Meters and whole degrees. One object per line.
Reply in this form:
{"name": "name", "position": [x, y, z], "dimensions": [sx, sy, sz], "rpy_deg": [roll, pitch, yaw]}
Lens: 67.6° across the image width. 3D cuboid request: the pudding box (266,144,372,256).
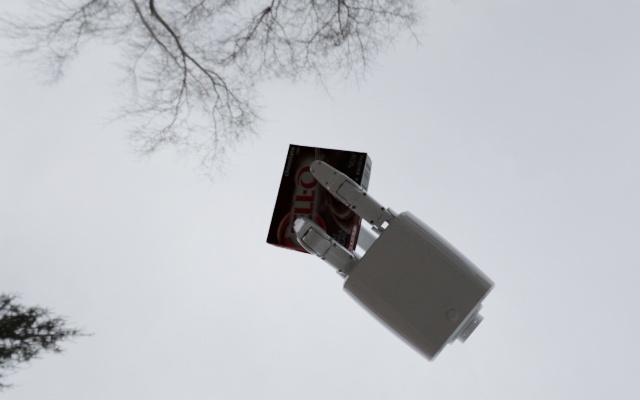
{"name": "pudding box", "position": [0.000, 0.002, 0.504], "dimensions": [0.090, 0.113, 0.039], "rpy_deg": [9, -11, 21]}
